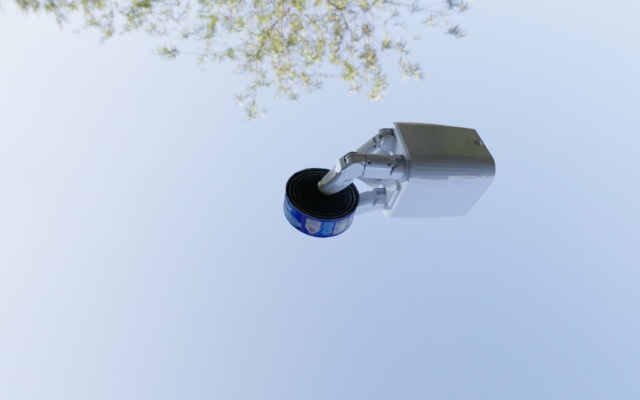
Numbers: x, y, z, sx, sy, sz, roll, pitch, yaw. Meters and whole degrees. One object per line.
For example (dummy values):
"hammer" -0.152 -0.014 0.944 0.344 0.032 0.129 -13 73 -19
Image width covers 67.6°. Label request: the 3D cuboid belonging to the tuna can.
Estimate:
"tuna can" 0.000 0.002 0.552 0.086 0.034 0.086 7 43 -7
